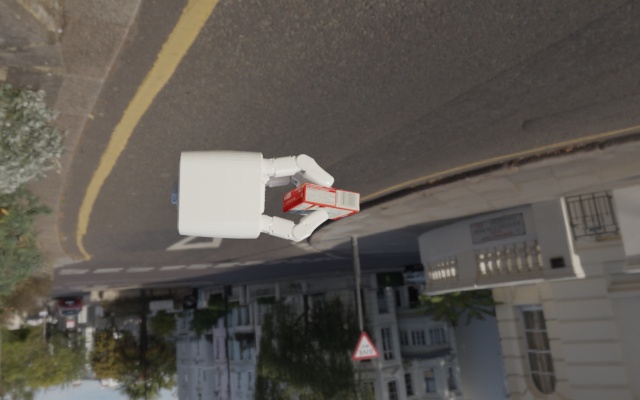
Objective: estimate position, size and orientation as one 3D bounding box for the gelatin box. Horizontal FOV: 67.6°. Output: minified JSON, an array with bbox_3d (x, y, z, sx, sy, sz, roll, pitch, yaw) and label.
[{"bbox_3d":[0.000,0.003,0.680,0.089,0.030,0.073,10,-16,-24],"label":"gelatin box"}]
